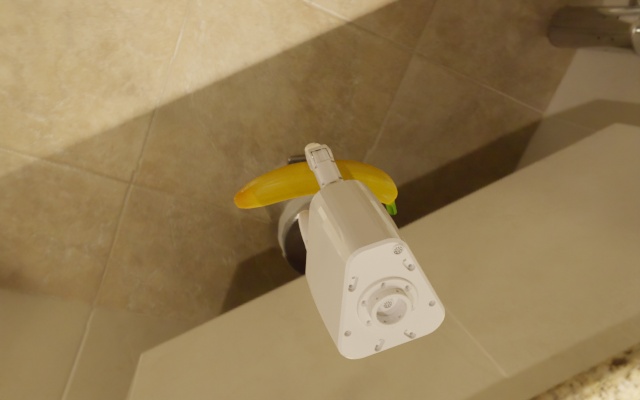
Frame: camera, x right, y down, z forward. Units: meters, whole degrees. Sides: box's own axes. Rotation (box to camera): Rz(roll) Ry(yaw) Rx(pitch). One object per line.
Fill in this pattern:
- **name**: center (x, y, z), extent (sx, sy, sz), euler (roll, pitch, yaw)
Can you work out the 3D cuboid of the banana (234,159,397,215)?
- **banana**: center (0.007, -0.014, 0.526), extent (0.198, 0.070, 0.037), euler (4, 28, -18)
